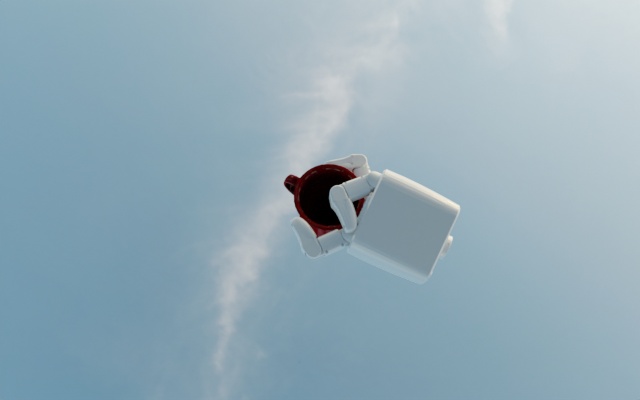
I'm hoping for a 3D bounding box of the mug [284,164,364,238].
[{"bbox_3d":[-0.001,0.002,0.664,0.117,0.093,0.081,28,-18,8],"label":"mug"}]
